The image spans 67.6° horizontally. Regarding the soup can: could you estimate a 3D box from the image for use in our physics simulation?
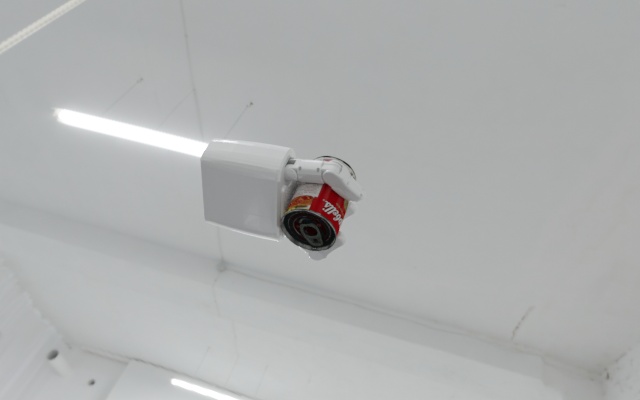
[{"bbox_3d":[0.001,0.002,0.584,0.068,0.069,0.102,0,42,23],"label":"soup can"}]
